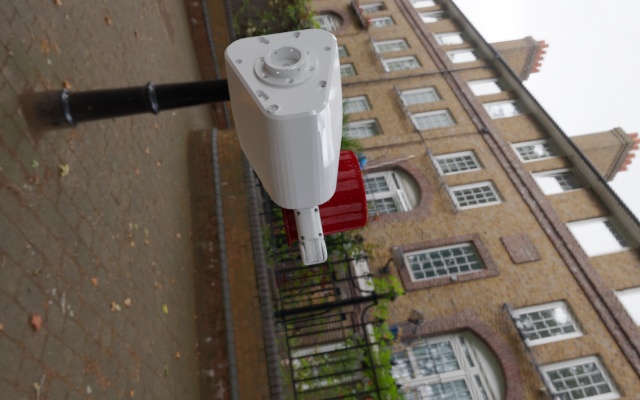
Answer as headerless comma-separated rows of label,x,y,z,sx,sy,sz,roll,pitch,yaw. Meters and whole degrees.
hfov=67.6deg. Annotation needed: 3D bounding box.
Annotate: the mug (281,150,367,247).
mug,0.000,0.003,0.494,0.081,0.093,0.117,-10,-36,-4
